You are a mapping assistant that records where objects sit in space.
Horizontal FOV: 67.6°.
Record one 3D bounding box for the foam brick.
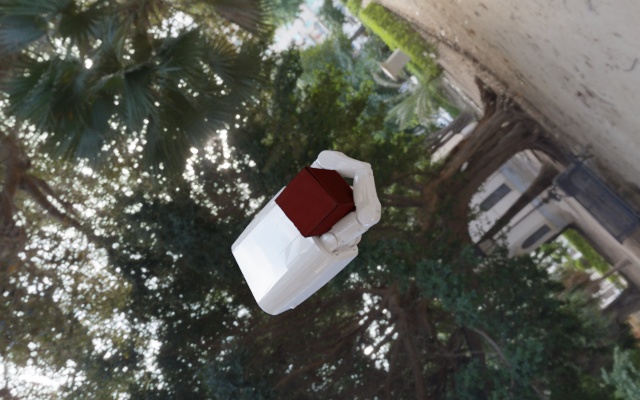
[{"bbox_3d":[0.000,0.001,0.497,0.051,0.053,0.078,-44,-16,18],"label":"foam brick"}]
